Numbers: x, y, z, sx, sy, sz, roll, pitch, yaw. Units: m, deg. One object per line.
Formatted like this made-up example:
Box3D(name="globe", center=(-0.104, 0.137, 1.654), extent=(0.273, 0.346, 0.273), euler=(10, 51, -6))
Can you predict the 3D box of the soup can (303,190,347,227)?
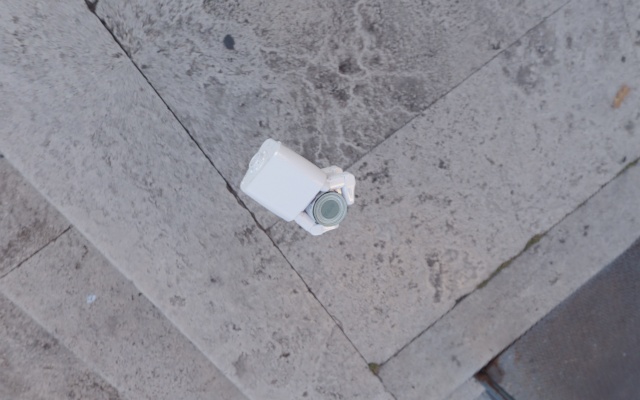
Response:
Box3D(name="soup can", center=(0.001, 0.003, 0.891), extent=(0.068, 0.068, 0.102), euler=(0, 15, -22))
